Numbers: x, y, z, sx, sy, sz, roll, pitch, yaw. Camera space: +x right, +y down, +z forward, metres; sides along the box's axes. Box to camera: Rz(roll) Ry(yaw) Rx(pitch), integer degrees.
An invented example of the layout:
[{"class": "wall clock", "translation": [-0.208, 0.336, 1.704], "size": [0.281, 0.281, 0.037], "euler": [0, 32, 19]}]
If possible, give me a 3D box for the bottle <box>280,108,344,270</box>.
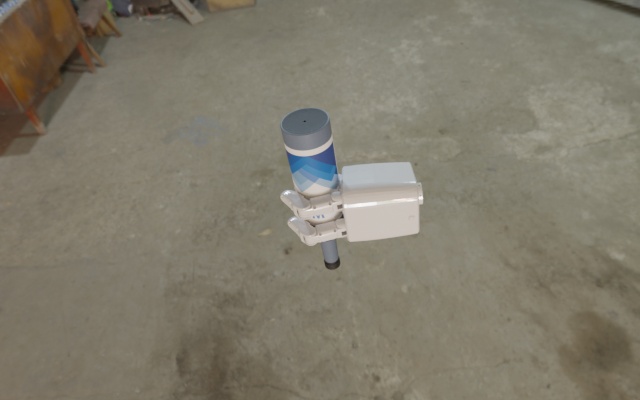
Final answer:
[{"class": "bottle", "translation": [0.000, 0.002, 0.729], "size": [0.069, 0.296, 0.069], "euler": [-6, 42, 6]}]
